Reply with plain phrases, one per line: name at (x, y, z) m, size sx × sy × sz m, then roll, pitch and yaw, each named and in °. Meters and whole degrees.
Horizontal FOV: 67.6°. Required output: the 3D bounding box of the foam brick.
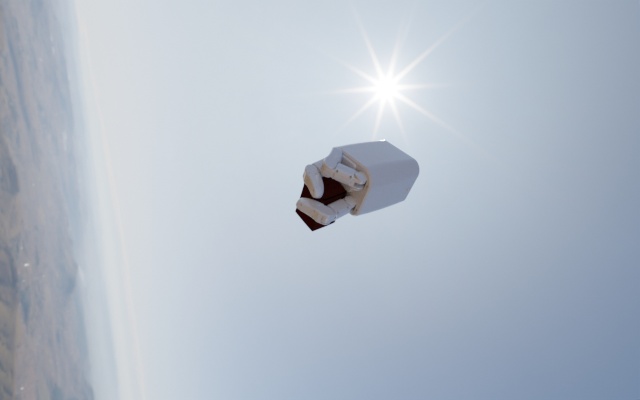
foam brick at (0.000, 0.003, 0.786) m, size 0.051 × 0.053 × 0.078 m, roll -20°, pitch -33°, yaw -34°
